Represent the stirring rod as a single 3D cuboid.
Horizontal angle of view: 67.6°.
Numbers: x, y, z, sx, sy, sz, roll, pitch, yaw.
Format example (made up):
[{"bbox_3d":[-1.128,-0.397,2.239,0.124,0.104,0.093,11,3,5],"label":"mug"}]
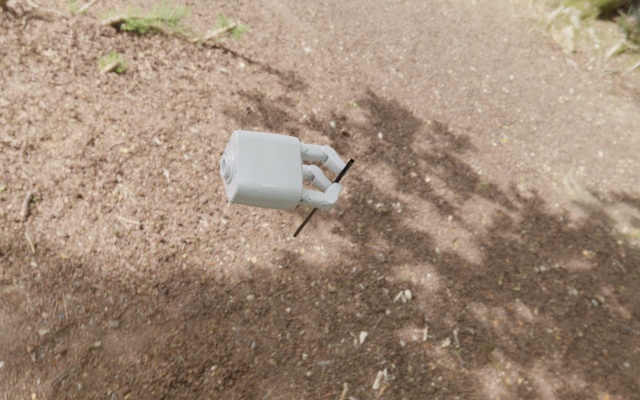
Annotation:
[{"bbox_3d":[0.000,0.003,0.848,0.011,0.011,0.240,0,-34,-30],"label":"stirring rod"}]
